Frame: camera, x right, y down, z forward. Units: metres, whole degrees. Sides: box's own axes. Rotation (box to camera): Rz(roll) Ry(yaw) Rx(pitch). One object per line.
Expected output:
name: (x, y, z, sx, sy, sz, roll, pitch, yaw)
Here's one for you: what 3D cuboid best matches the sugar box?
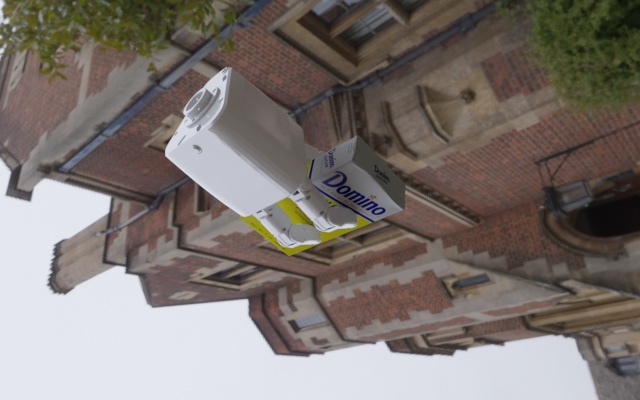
sugar box: (0.000, 0.002, 0.556, 0.176, 0.048, 0.093, -24, -51, 36)
